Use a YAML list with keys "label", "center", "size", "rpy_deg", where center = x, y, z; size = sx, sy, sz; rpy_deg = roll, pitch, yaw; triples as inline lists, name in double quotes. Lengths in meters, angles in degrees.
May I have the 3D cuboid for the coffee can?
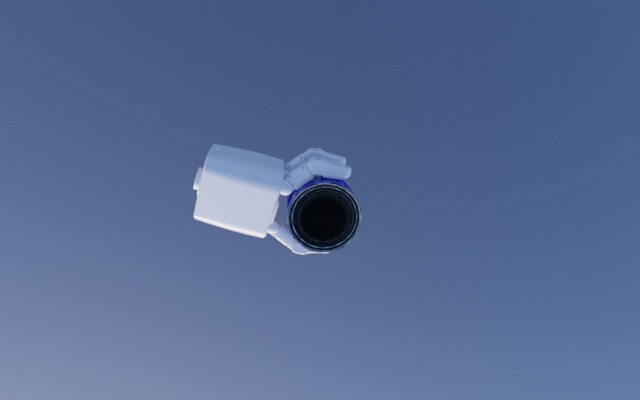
- label: "coffee can"
  center: [0.000, 0.002, 0.713]
  size: [0.103, 0.103, 0.140]
  rpy_deg: [0, 19, -5]
